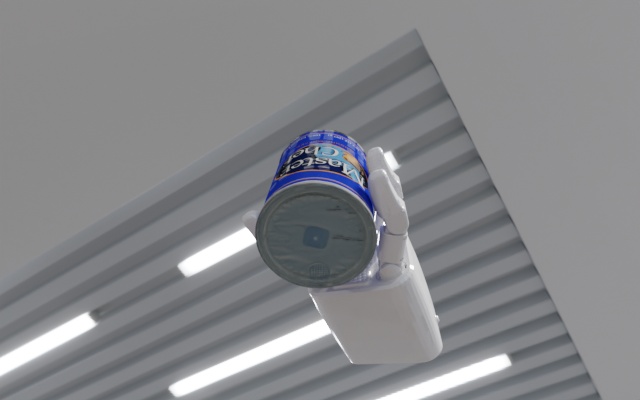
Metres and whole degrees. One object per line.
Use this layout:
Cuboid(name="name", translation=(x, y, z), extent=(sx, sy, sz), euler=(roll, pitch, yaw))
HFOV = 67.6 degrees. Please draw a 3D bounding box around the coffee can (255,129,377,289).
Cuboid(name="coffee can", translation=(0.000, 0.001, 0.460), extent=(0.103, 0.103, 0.140), euler=(0, 26, 4))
